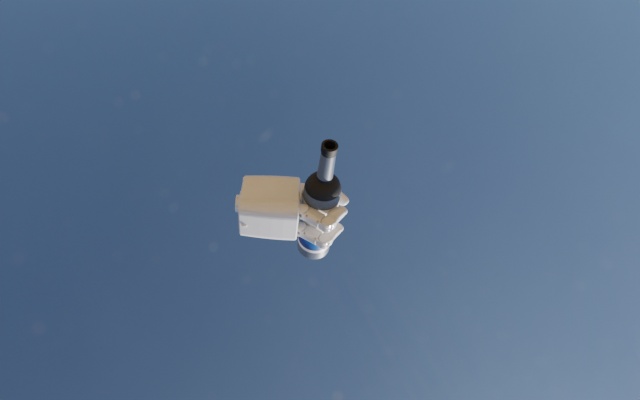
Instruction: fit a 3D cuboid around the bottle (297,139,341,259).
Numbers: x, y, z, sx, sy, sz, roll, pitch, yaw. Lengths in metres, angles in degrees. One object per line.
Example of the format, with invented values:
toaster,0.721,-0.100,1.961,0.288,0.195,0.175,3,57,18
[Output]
bottle,0.000,0.003,0.869,0.069,0.069,0.296,0,-38,-7
